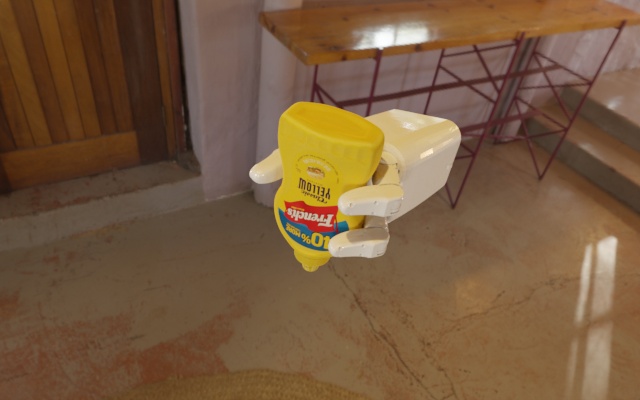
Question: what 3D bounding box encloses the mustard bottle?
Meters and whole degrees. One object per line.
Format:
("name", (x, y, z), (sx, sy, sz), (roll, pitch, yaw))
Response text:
("mustard bottle", (0.000, 0.002, 0.485), (0.096, 0.192, 0.058), (20, 41, 13))
